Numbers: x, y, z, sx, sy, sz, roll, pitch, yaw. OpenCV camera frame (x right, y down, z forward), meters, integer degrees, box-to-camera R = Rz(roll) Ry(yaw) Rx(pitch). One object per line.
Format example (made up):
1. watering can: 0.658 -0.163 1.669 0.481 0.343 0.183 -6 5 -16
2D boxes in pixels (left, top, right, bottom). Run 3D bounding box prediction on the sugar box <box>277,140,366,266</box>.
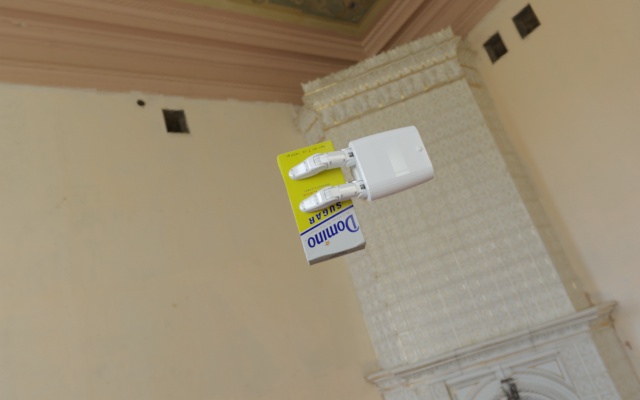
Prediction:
1. sugar box: 0.000 0.002 0.740 0.093 0.176 0.048 -17 -19 -3
